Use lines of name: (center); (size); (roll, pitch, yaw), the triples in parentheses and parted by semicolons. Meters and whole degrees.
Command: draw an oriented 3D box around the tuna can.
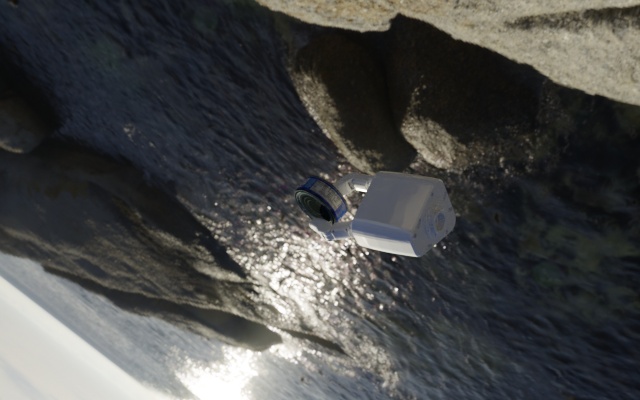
tuna can: (0.000, 0.003, 0.763); (0.033, 0.086, 0.086); (-49, 25, -24)
